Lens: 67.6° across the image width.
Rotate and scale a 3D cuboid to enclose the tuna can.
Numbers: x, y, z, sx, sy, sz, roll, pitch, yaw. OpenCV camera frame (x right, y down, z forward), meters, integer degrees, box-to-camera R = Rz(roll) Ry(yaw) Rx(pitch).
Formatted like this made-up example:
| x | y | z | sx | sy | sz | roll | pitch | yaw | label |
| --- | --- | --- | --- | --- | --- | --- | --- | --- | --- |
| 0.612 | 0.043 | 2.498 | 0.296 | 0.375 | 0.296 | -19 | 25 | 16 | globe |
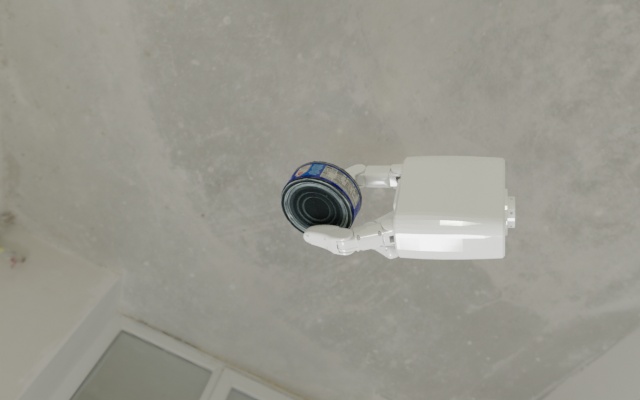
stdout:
| x | y | z | sx | sy | sz | roll | pitch | yaw | label |
| --- | --- | --- | --- | --- | --- | --- | --- | --- | --- |
| 0.000 | 0.002 | 0.526 | 0.086 | 0.086 | 0.033 | 0 | 35 | 24 | tuna can |
